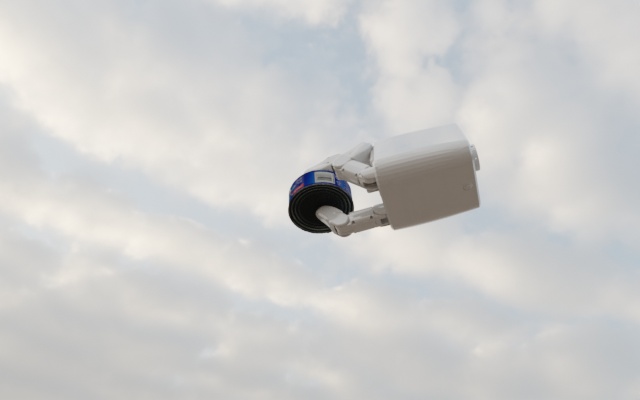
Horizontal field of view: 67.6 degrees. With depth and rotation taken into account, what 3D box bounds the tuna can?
[{"bbox_3d":[0.000,0.002,0.627,0.086,0.086,0.033,0,41,-3],"label":"tuna can"}]
